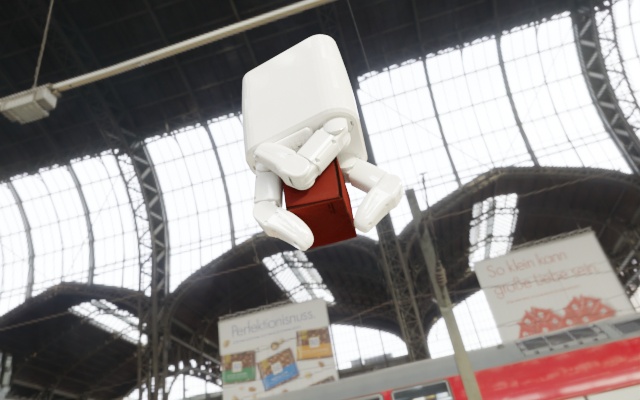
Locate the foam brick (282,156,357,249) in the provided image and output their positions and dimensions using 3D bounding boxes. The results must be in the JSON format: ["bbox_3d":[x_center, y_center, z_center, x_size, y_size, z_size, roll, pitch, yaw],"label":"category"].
[{"bbox_3d":[0.000,0.002,0.445,0.053,0.051,0.078,-13,-33,6],"label":"foam brick"}]
